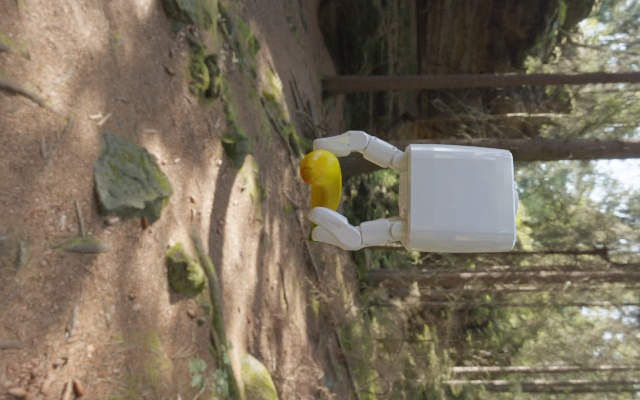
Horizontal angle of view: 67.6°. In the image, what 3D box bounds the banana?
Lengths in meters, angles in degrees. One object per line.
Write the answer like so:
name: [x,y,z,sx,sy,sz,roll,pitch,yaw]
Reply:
banana: [0.003,-0.014,0.527,0.037,0.069,0.198,6,-23,6]
